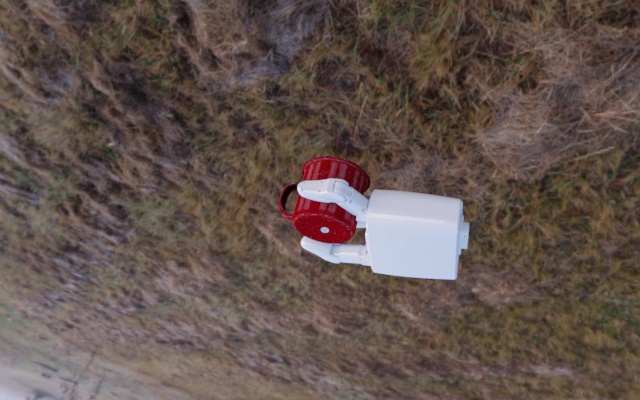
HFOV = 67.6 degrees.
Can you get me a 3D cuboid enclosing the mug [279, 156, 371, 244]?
[{"bbox_3d":[-0.001,0.002,0.616,0.117,0.081,0.093,4,-31,19],"label":"mug"}]
